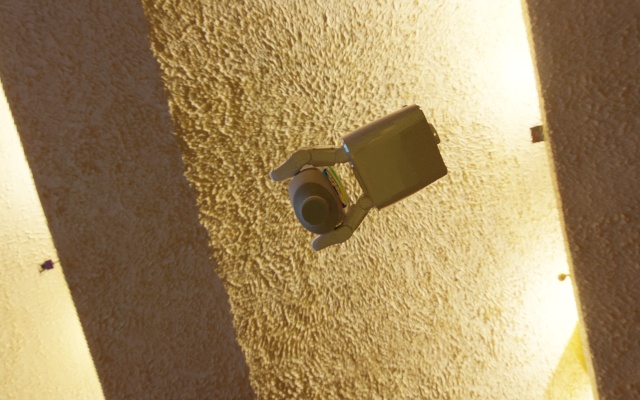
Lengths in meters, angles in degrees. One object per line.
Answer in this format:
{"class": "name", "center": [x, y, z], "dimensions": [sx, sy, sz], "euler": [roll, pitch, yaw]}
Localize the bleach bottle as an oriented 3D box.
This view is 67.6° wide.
{"class": "bleach bottle", "center": [0.000, 0.002, 0.643], "dimensions": [0.068, 0.102, 0.251], "euler": [-26, 7, 5]}
